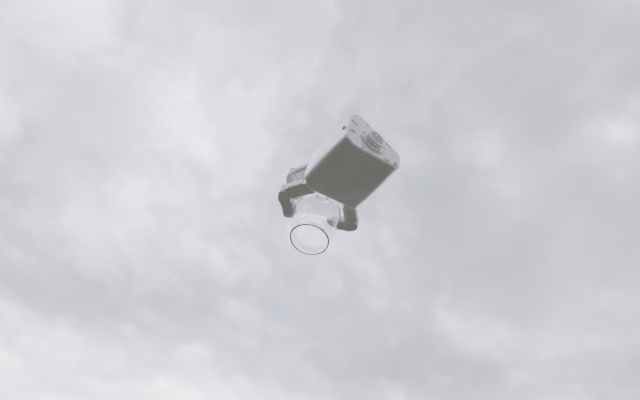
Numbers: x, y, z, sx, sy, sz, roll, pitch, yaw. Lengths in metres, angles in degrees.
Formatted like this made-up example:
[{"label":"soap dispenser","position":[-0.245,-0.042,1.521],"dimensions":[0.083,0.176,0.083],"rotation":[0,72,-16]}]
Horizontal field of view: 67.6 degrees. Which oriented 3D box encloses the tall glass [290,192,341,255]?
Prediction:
[{"label":"tall glass","position":[0.000,0.002,0.807],"dimensions":[0.079,0.079,0.201],"rotation":[0,36,13]}]
